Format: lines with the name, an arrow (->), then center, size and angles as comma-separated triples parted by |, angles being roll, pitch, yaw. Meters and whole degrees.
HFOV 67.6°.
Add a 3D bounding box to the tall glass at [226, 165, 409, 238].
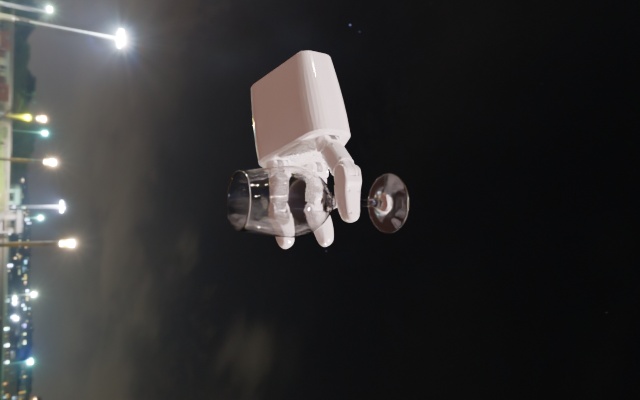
tall glass -> 0.001, 0.002, 0.534 | 0.201, 0.079, 0.079 | 1, 0, -33
